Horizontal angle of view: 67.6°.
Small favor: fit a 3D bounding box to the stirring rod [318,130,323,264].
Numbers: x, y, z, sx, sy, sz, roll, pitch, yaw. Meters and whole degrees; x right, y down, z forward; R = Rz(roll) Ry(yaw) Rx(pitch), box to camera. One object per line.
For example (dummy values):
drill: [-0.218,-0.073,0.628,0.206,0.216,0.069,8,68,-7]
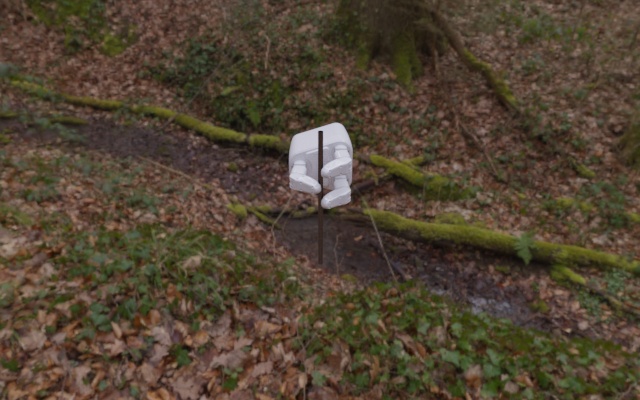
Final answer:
stirring rod: [0.000,0.003,0.773,0.011,0.240,0.011,0,28,0]
